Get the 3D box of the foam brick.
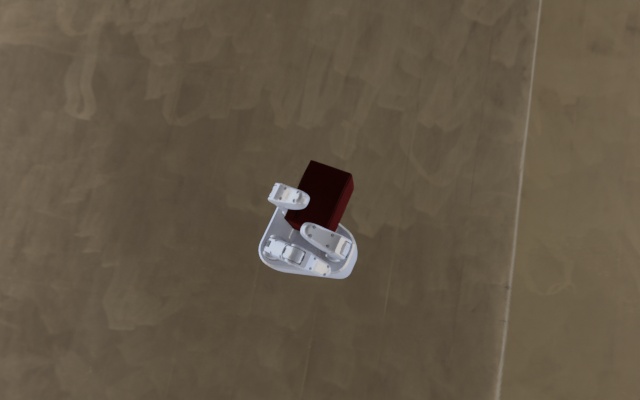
[{"bbox_3d":[0.000,0.002,0.557,0.053,0.078,0.051,22,-11,14],"label":"foam brick"}]
